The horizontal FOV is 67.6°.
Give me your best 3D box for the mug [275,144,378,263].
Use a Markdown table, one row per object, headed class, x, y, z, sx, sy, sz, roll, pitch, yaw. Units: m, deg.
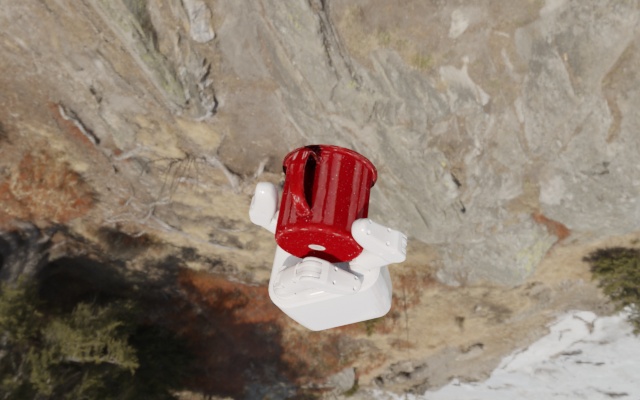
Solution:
| class | x | y | z | sx | sy | sz | roll | pitch | yaw |
| --- | --- | --- | --- | --- | --- | --- | --- | --- | --- |
| mug | 0.000 | 0.001 | 0.433 | 0.093 | 0.081 | 0.117 | -1 | -29 | 19 |
